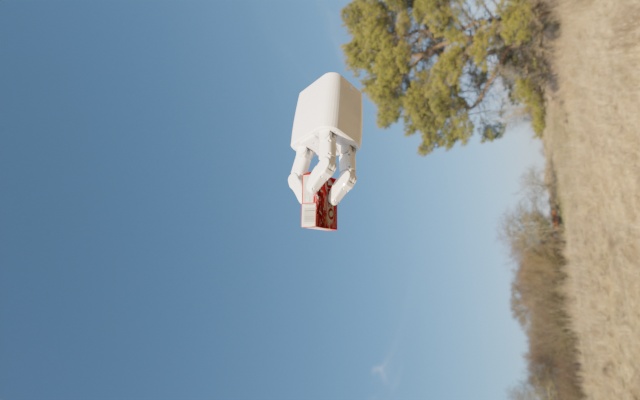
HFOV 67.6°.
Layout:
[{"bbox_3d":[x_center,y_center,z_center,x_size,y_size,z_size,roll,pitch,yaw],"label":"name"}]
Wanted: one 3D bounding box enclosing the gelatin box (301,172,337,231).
[{"bbox_3d":[0.000,0.003,0.779,0.030,0.089,0.073,-3,-9,29],"label":"gelatin box"}]
